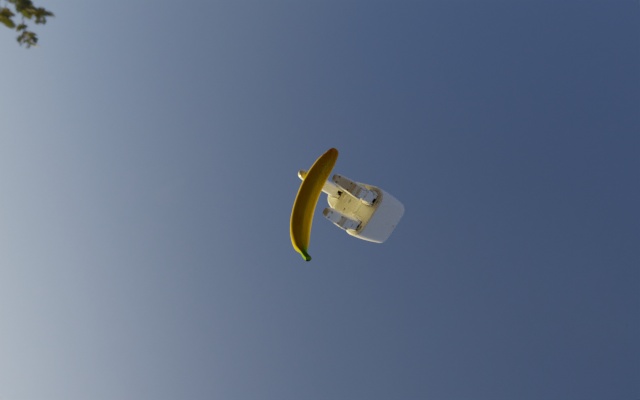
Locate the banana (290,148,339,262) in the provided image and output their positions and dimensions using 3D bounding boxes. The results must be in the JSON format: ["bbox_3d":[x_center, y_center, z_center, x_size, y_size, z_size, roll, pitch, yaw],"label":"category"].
[{"bbox_3d":[-0.015,0.005,0.817,0.069,0.197,0.037,5,-12,39],"label":"banana"}]
